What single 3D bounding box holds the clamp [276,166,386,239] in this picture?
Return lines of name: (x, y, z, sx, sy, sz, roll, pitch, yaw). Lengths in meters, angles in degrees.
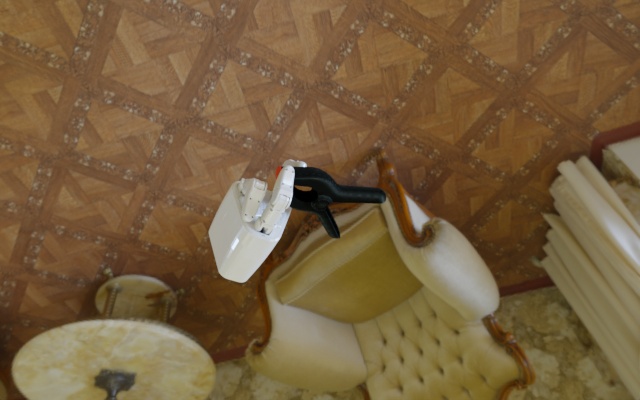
clamp: (0.000, 0.003, 0.718, 0.171, 0.120, 0.039, 21, 35, -23)
